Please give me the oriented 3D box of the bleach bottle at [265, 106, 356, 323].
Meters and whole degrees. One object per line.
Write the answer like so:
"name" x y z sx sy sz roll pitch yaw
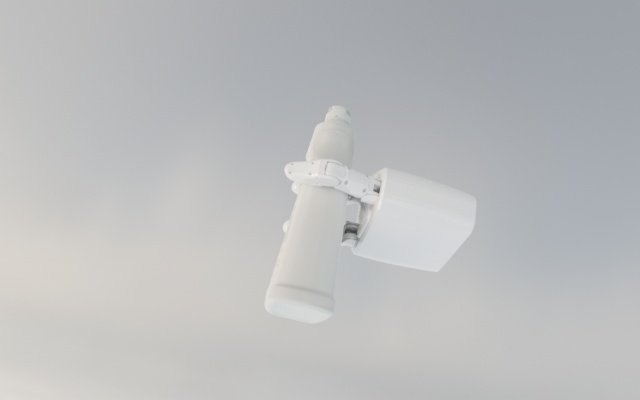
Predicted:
"bleach bottle" 0.000 0.002 0.530 0.068 0.250 0.103 15 -23 -6
